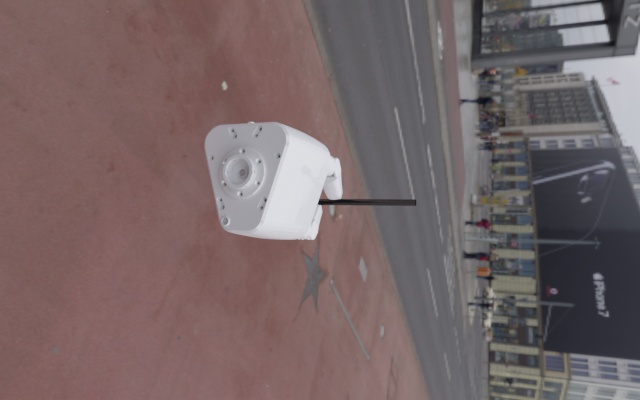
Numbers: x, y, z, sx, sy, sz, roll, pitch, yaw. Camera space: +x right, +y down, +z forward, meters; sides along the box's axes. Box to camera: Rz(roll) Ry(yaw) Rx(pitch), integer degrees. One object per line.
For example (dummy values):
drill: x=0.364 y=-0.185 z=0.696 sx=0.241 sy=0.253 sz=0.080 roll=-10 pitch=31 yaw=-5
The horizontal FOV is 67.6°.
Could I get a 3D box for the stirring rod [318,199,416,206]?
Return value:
stirring rod: x=0.000 y=0.002 z=0.607 sx=0.239 sy=0.011 sz=0.011 roll=0 pitch=0 yaw=21
